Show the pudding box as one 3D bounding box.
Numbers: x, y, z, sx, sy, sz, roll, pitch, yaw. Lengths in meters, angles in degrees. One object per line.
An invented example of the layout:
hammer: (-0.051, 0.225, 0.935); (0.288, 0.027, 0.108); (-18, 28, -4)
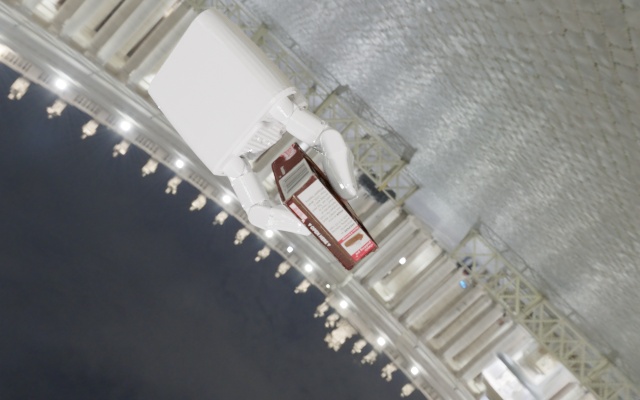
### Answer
pudding box: (0.000, 0.001, 0.437); (0.039, 0.090, 0.113); (-40, 22, 7)
